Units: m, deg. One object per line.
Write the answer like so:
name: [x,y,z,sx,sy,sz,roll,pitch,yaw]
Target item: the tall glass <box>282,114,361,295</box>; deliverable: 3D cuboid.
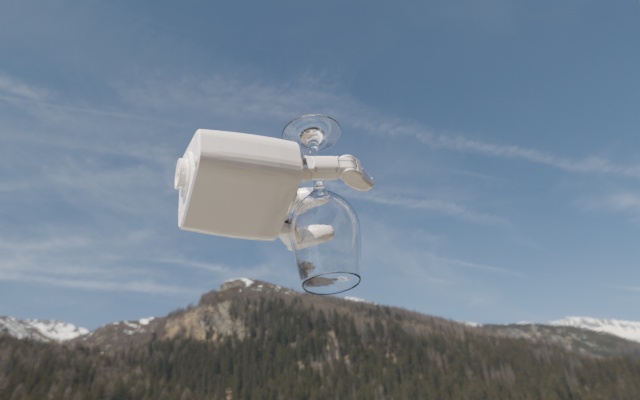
tall glass: [0.000,0.001,0.544,0.079,0.201,0.079,-6,-31,-4]
